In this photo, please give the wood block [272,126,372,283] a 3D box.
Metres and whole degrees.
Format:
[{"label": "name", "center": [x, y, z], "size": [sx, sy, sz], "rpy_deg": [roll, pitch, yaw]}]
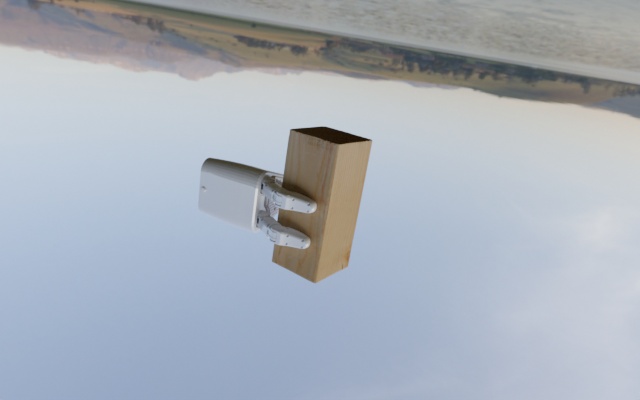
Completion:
[{"label": "wood block", "center": [0.000, 0.002, 0.709], "size": [0.090, 0.206, 0.091], "rpy_deg": [21, 22, 31]}]
